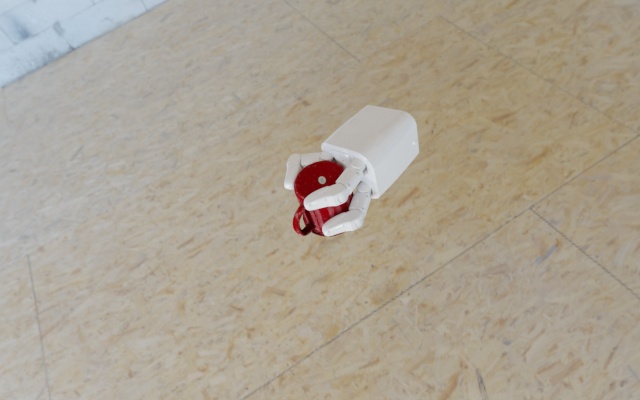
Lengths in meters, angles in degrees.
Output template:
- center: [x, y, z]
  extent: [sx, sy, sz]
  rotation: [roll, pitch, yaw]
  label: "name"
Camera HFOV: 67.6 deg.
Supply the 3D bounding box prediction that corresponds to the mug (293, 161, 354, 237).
- center: [-0.001, 0.003, 0.715]
  extent: [0.093, 0.117, 0.082]
  rotation: [32, -23, 34]
  label: "mug"
